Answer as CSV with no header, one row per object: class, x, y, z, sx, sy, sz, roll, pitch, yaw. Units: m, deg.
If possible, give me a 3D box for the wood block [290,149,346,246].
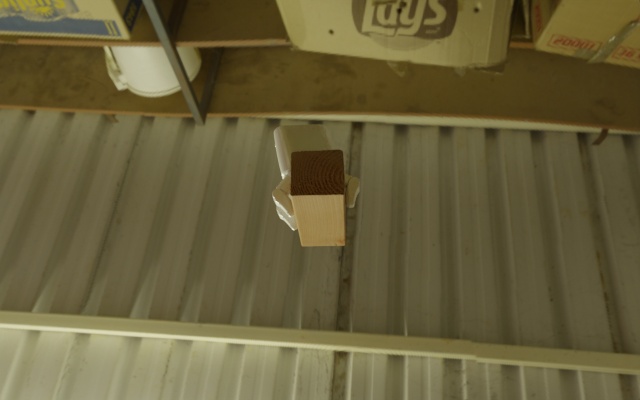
wood block,0.000,0.003,0.878,0.091,0.090,0.206,-2,-29,3
